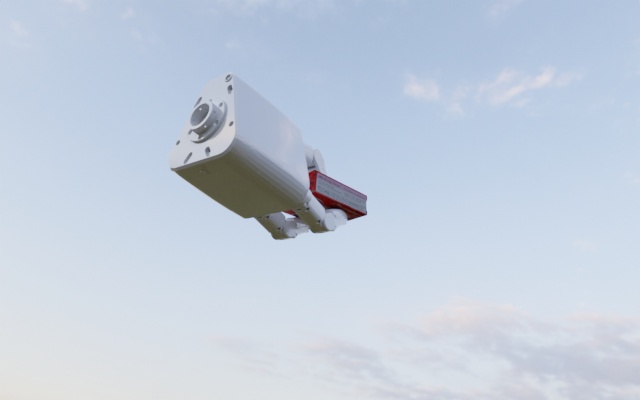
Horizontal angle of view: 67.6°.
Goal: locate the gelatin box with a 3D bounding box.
[{"bbox_3d":[0.000,0.002,0.572,0.089,0.030,0.073,23,-31,-37],"label":"gelatin box"}]
